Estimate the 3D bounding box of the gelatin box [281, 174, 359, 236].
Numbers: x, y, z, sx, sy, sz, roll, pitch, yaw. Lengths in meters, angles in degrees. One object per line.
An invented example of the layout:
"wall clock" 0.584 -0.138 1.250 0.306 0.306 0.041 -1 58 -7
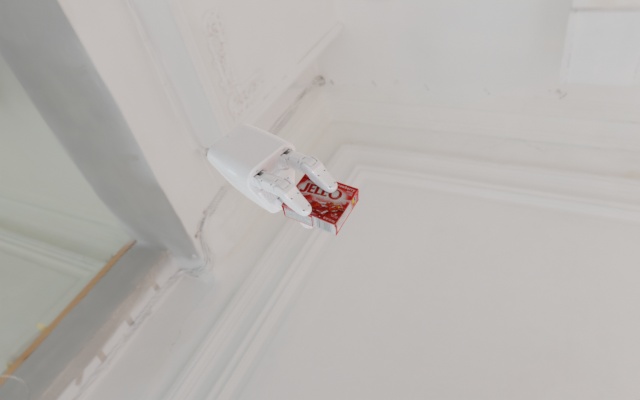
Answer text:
"gelatin box" 0.000 0.003 0.688 0.089 0.073 0.030 20 -36 22
